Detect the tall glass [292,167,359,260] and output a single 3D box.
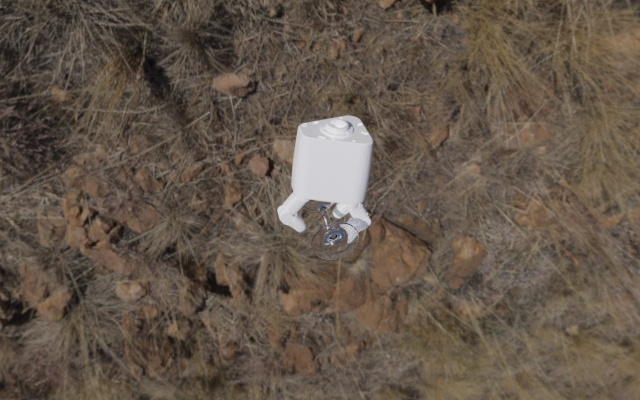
[{"bbox_3d":[0.000,0.003,0.798,0.079,0.079,0.201,0,37,-17],"label":"tall glass"}]
